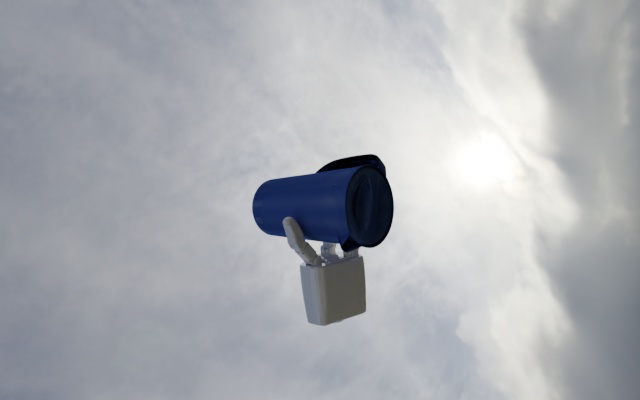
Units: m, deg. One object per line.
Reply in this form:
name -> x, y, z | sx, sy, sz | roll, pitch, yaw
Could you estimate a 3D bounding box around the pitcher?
pitcher -> 0.000, 0.003, 0.839 | 0.243, 0.145, 0.149 | -1, 10, 42
